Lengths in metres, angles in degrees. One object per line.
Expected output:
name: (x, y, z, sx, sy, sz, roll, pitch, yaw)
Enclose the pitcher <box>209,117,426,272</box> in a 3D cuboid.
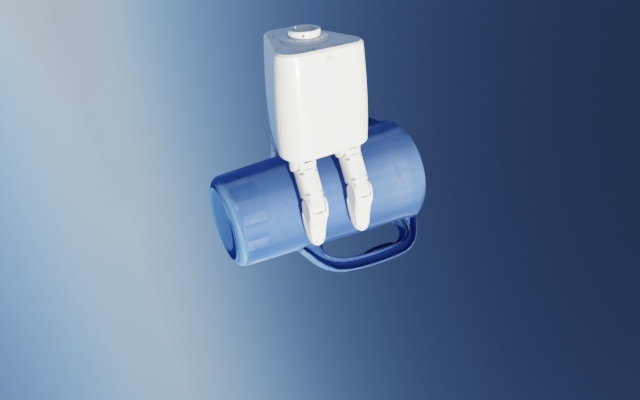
pitcher: (0.000, 0.002, 0.583, 0.243, 0.145, 0.149, -18, 37, -22)
